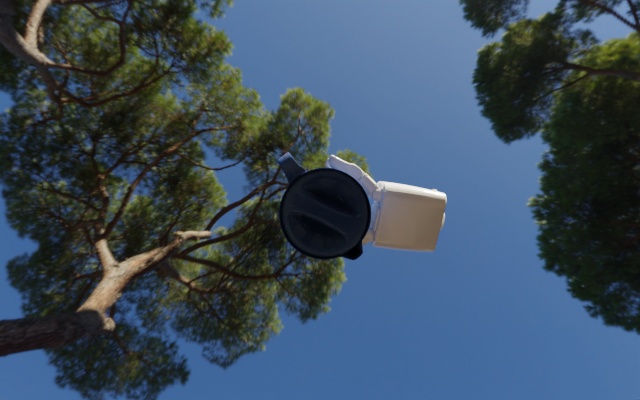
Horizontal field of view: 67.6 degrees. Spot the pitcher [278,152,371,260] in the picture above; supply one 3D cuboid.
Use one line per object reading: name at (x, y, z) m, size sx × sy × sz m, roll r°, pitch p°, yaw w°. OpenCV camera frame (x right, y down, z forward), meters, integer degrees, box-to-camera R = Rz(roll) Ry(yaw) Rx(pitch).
pitcher at (0.000, 0.003, 0.797) m, size 0.145 × 0.149 × 0.243 m, roll 6°, pitch 4°, yaw -1°
